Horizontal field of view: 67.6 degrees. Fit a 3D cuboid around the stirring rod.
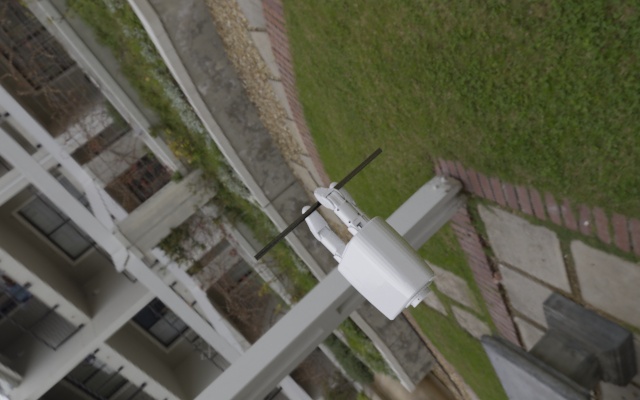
[{"bbox_3d":[0.000,0.002,0.677,0.239,0.011,0.011,-41,11,-13],"label":"stirring rod"}]
